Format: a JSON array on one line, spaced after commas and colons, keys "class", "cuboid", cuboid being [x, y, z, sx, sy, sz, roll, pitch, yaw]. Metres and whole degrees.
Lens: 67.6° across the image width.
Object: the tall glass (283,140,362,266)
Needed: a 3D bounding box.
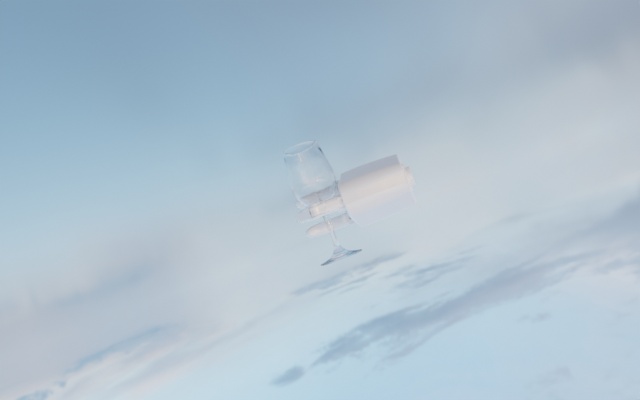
[{"class": "tall glass", "cuboid": [0.000, 0.003, 0.800, 0.079, 0.201, 0.079, -21, -4, -2]}]
